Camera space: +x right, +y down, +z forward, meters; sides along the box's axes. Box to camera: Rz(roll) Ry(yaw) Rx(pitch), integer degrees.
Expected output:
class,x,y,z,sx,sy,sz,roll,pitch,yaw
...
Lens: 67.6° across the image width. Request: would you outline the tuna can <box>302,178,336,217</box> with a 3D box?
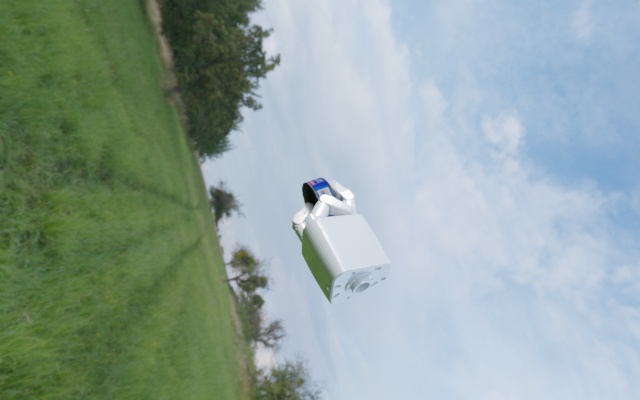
class,x,y,z,sx,sy,sz,roll,pitch,yaw
tuna can,0.001,0.003,0.858,0.034,0.086,0.086,-21,7,-18
